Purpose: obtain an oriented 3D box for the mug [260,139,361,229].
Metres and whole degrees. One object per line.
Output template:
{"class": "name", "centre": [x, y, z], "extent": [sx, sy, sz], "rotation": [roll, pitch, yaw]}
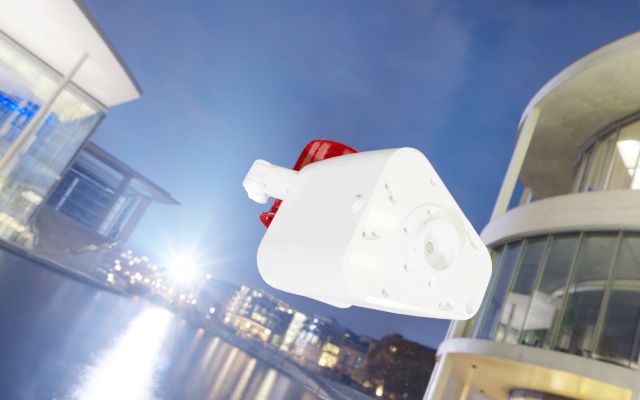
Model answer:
{"class": "mug", "centre": [-0.001, 0.001, 0.430], "extent": [0.093, 0.081, 0.117], "rotation": [35, -19, -25]}
